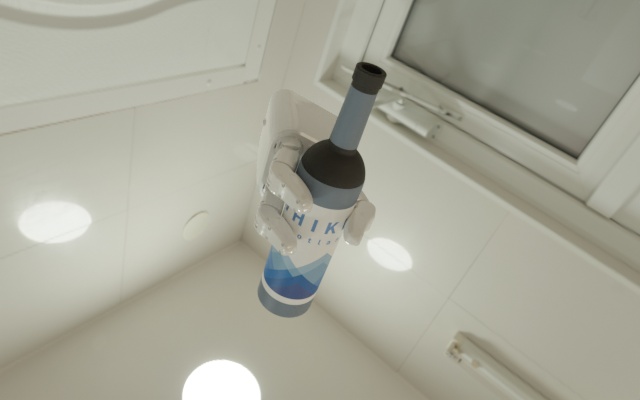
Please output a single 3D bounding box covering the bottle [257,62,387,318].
[{"bbox_3d":[0.000,0.002,0.486,0.069,0.296,0.069,14,36,-10],"label":"bottle"}]
